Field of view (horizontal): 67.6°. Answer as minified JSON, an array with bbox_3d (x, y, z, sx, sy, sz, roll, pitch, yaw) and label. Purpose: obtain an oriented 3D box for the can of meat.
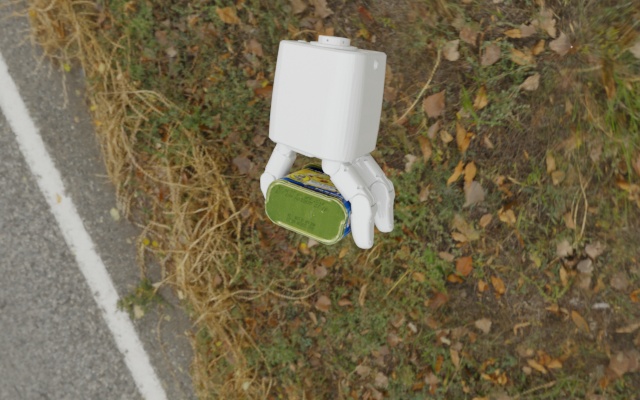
[{"bbox_3d":[0.000,0.002,0.535,0.102,0.057,0.084,19,22,21],"label":"can of meat"}]
